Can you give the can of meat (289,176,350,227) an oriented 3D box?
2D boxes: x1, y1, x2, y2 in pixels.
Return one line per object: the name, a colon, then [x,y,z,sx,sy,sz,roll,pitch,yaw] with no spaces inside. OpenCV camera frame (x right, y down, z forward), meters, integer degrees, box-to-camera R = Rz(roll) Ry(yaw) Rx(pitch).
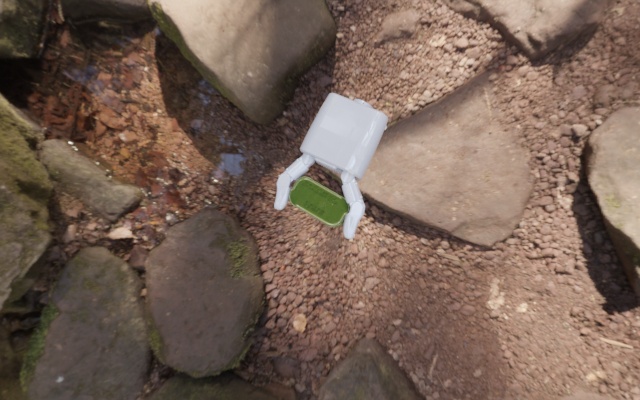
can of meat: [0.000,0.003,0.785,0.102,0.057,0.084,30,1,3]
